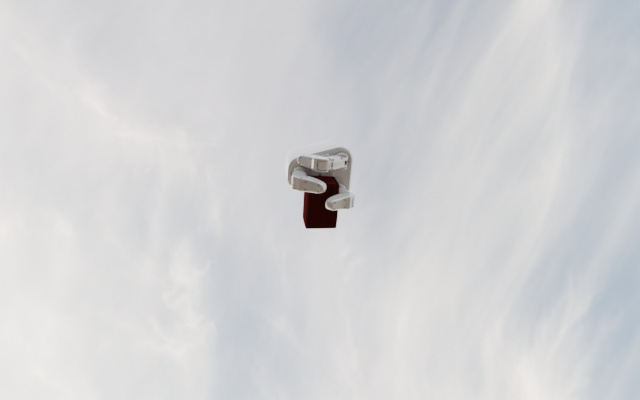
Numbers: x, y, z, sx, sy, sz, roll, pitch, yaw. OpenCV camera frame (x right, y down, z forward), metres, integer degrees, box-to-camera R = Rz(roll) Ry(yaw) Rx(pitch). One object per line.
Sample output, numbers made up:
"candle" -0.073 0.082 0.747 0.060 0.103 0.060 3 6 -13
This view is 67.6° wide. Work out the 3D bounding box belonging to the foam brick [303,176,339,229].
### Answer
"foam brick" 0.000 0.003 0.797 0.053 0.078 0.051 2 17 -9
